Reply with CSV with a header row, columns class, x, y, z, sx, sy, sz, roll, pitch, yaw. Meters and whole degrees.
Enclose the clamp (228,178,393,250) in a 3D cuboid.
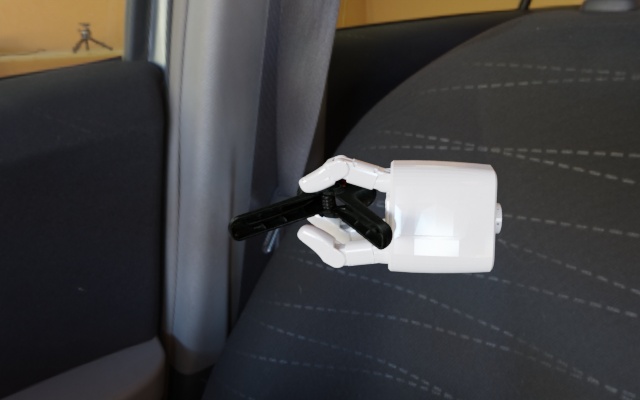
class,x,y,z,sx,sy,sz,roll,pitch,yaw
clamp,0.000,0.001,0.540,0.164,0.036,0.210,1,20,9
